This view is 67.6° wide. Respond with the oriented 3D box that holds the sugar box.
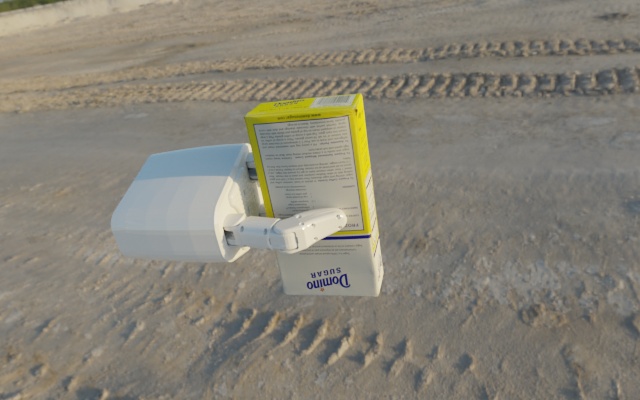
[{"bbox_3d":[0.000,0.001,0.420,0.093,0.176,0.048,-1,28,16],"label":"sugar box"}]
